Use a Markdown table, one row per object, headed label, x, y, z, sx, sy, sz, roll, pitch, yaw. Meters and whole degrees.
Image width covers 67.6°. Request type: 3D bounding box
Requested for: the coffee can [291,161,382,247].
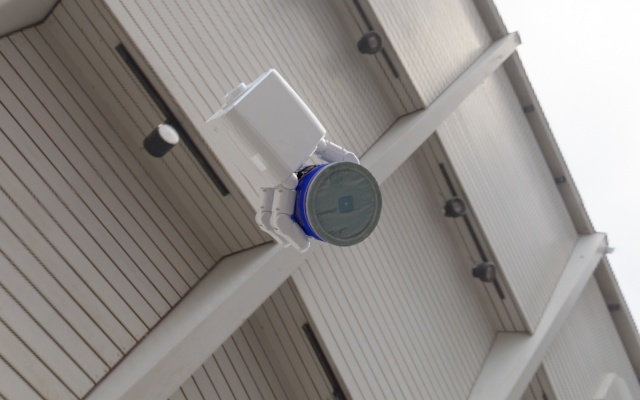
| label | x | y | z | sx | sy | sz | roll | pitch | yaw |
| --- | --- | --- | --- | --- | --- | --- | --- | --- | --- |
| coffee can | 0.000 | 0.002 | 0.631 | 0.103 | 0.103 | 0.140 | 0 | 2 | -27 |
